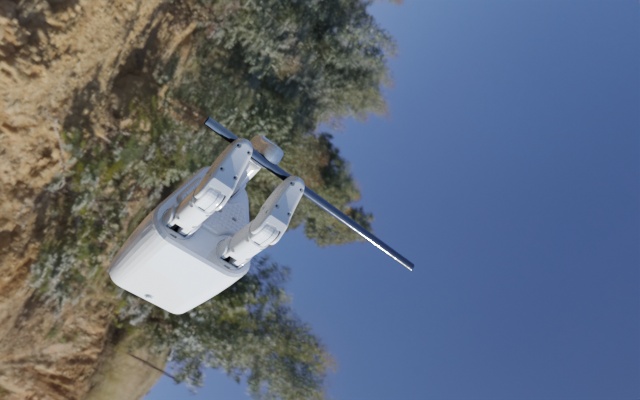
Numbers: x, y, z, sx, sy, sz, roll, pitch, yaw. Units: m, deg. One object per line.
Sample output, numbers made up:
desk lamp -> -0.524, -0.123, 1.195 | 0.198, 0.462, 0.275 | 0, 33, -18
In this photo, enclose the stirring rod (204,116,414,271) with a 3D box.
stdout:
stirring rod -> 0.000, 0.001, 0.424 | 0.239, 0.011, 0.011 | 36, -16, -24
